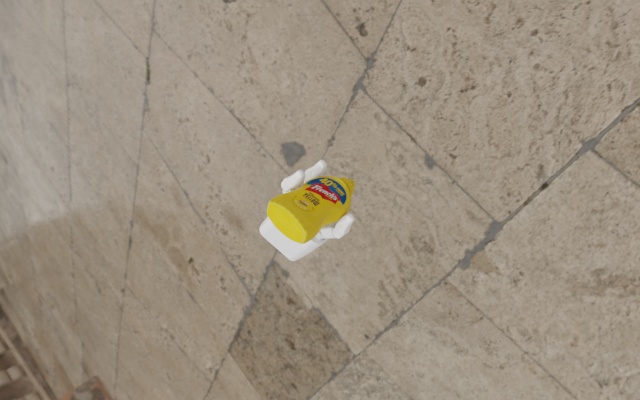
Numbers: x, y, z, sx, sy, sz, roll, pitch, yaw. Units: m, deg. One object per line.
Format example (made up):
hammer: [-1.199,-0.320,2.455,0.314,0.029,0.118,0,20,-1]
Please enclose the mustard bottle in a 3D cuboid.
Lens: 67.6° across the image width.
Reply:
mustard bottle: [0.000,0.003,0.876,0.096,0.058,0.191,37,44,23]
